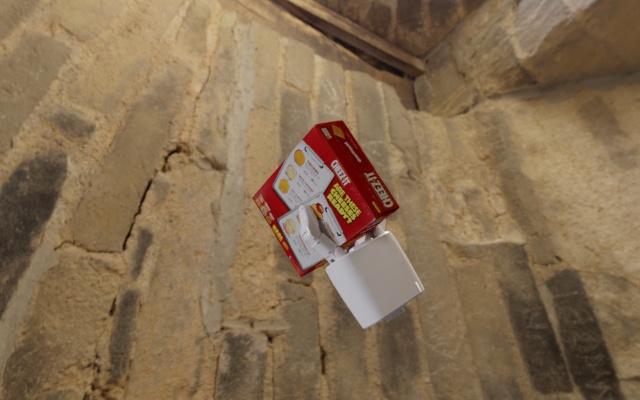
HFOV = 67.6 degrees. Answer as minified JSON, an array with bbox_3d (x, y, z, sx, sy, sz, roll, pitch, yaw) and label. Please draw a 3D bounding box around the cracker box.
[{"bbox_3d":[0.000,0.003,0.757,0.072,0.164,0.214,-21,-15,-44],"label":"cracker box"}]
